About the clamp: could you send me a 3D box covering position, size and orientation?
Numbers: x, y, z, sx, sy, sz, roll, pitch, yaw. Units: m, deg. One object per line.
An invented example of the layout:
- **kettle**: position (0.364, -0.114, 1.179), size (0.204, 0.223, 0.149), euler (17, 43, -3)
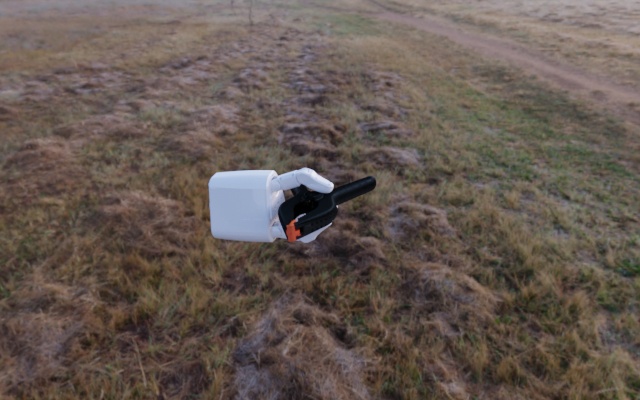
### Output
- **clamp**: position (0.000, 0.002, 0.772), size (0.164, 0.036, 0.210), euler (-1, 26, 14)
